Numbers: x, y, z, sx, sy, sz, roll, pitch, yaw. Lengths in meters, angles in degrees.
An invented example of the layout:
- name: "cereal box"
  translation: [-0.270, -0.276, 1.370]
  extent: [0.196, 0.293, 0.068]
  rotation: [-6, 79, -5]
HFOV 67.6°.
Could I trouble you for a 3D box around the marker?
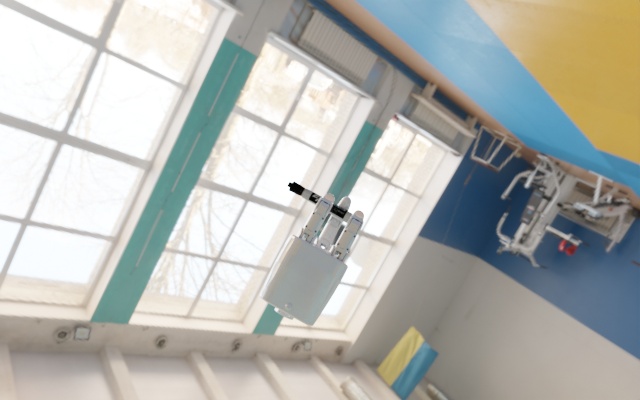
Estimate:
- name: "marker"
  translation: [0.000, 0.002, 0.772]
  extent: [0.121, 0.020, 0.020]
  rotation: [29, 2, 3]
